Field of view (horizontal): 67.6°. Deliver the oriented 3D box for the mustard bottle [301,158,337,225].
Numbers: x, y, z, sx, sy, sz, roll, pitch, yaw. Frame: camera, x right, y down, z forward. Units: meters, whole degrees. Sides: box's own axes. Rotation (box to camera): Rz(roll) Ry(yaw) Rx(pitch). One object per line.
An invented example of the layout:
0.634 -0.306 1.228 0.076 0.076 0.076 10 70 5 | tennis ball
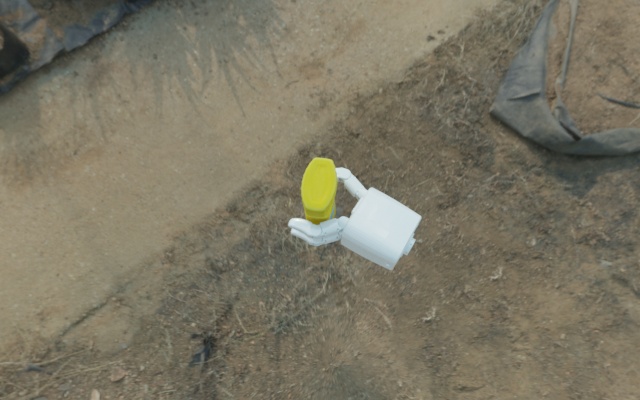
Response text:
0.000 0.003 0.860 0.058 0.096 0.192 6 -19 3 | mustard bottle
